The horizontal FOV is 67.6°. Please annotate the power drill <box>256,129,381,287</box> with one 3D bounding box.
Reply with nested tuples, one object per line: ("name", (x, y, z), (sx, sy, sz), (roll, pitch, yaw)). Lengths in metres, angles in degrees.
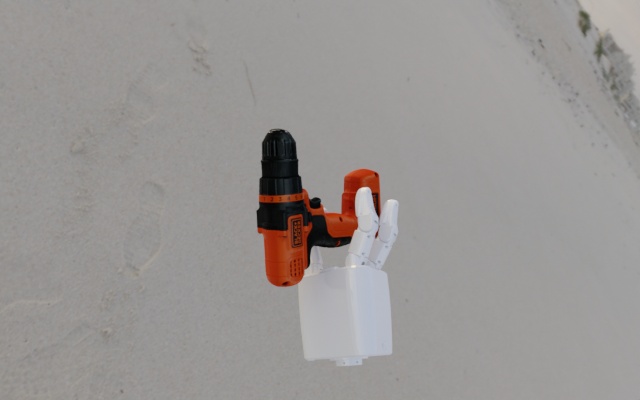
("power drill", (0.000, 0.002, 0.607), (0.057, 0.184, 0.187), (7, 11, 44))
